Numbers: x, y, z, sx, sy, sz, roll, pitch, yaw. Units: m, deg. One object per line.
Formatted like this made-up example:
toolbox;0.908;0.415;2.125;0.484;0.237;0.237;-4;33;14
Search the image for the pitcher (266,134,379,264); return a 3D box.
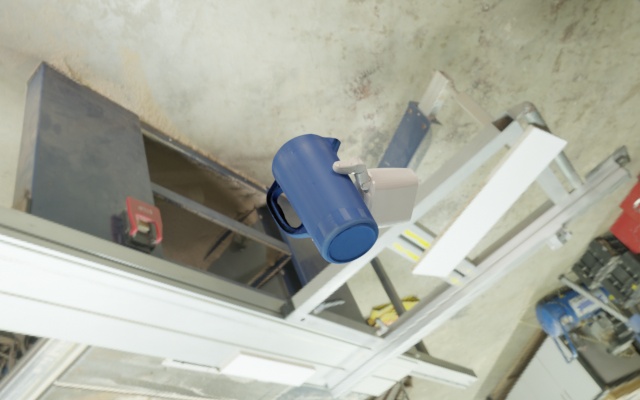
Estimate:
pitcher;0.000;0.003;0.880;0.145;0.149;0.242;-6;43;-24
